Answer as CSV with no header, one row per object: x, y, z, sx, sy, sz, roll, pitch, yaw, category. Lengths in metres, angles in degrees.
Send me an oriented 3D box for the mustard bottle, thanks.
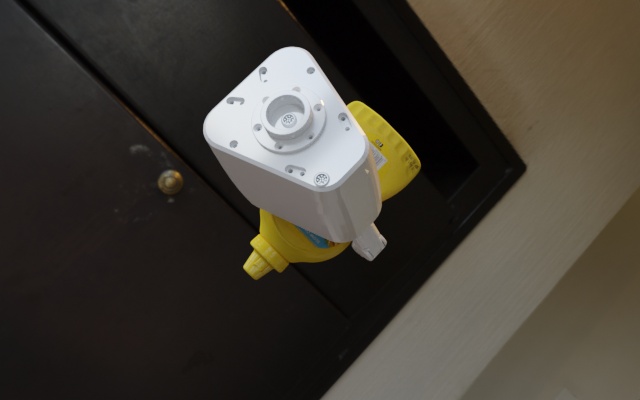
0.000,0.001,0.461,0.191,0.096,0.058,-45,3,-8,mustard bottle
